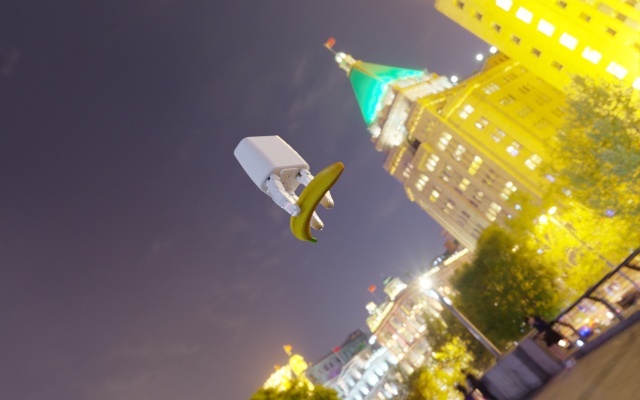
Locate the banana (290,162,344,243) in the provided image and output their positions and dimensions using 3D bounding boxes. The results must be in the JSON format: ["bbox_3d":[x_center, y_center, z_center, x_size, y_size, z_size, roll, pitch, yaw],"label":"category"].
[{"bbox_3d":[-0.015,0.009,0.880,0.069,0.198,0.037,-14,50,-36],"label":"banana"}]
